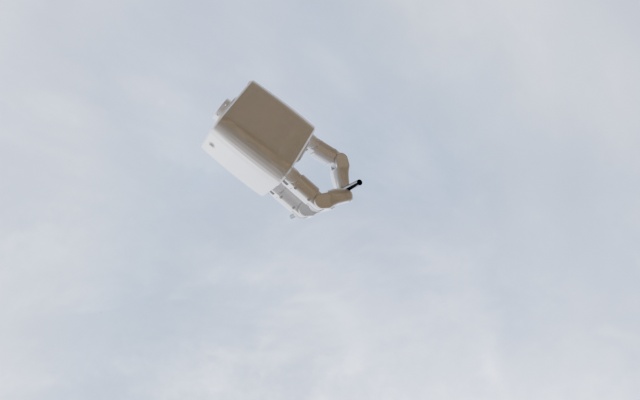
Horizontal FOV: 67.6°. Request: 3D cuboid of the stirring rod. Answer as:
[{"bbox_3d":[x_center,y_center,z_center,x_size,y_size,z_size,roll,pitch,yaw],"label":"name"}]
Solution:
[{"bbox_3d":[0.000,0.002,0.706,0.011,0.011,0.239,0,-12,-25],"label":"stirring rod"}]
